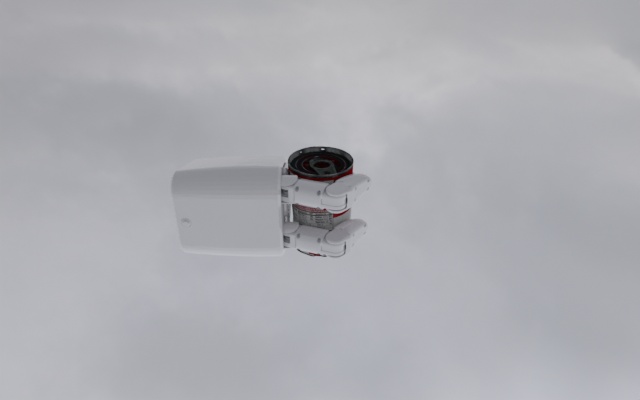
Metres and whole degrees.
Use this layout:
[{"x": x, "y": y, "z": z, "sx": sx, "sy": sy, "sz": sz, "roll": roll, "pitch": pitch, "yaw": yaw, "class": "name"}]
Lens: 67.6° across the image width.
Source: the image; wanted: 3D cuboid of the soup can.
[{"x": 0.001, "y": 0.002, "z": 0.516, "sx": 0.068, "sy": 0.102, "sz": 0.068, "roll": 0, "pitch": 31, "yaw": 0, "class": "soup can"}]
